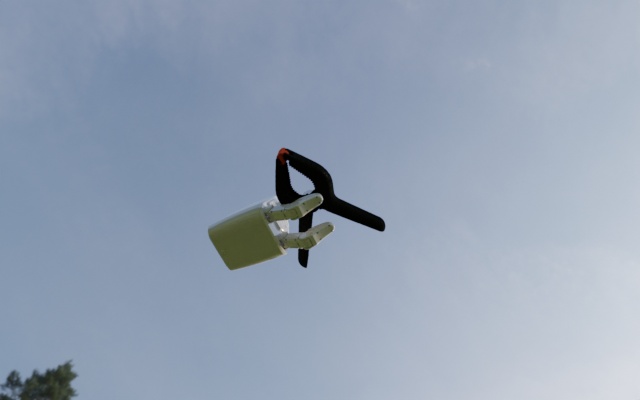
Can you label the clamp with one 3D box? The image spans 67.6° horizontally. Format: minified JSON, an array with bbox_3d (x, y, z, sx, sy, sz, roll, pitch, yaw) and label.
[{"bbox_3d":[0.000,0.002,0.777,0.164,0.210,0.036,-21,23,13],"label":"clamp"}]
